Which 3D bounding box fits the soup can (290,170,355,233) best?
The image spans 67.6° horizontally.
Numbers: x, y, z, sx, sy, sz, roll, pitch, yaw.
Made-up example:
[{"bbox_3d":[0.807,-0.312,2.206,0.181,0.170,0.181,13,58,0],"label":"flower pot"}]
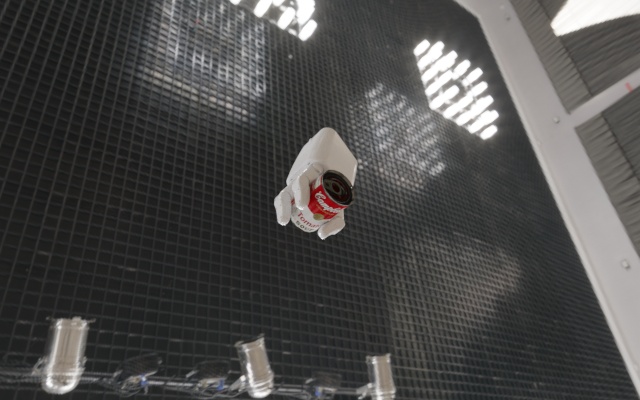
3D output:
[{"bbox_3d":[0.000,0.003,0.806,0.068,0.068,0.102,0,-29,-43],"label":"soup can"}]
